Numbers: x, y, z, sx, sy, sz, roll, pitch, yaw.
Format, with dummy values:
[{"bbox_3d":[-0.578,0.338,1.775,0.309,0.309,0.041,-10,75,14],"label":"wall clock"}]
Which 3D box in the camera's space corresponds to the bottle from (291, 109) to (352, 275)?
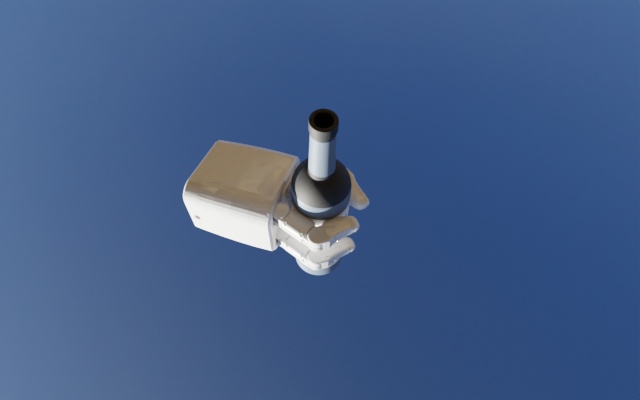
[{"bbox_3d":[0.000,0.002,0.552,0.069,0.069,0.296,0,-30,-1],"label":"bottle"}]
